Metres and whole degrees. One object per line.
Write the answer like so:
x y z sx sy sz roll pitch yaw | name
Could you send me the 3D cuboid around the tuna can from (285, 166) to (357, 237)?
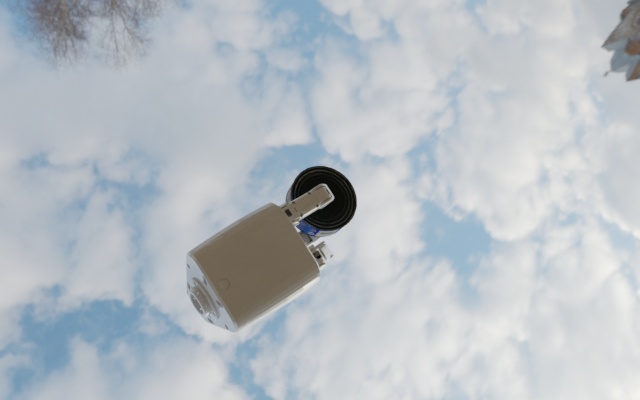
0.000 0.002 0.598 0.086 0.086 0.034 0 -21 -21 | tuna can
